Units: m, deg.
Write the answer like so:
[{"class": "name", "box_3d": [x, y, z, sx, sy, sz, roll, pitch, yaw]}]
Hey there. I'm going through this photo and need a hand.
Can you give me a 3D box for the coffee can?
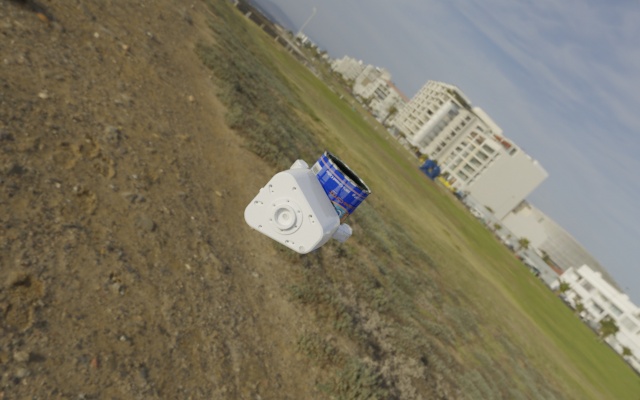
[{"class": "coffee can", "box_3d": [0.000, 0.003, 0.802, 0.103, 0.140, 0.102, 40, 13, -11]}]
